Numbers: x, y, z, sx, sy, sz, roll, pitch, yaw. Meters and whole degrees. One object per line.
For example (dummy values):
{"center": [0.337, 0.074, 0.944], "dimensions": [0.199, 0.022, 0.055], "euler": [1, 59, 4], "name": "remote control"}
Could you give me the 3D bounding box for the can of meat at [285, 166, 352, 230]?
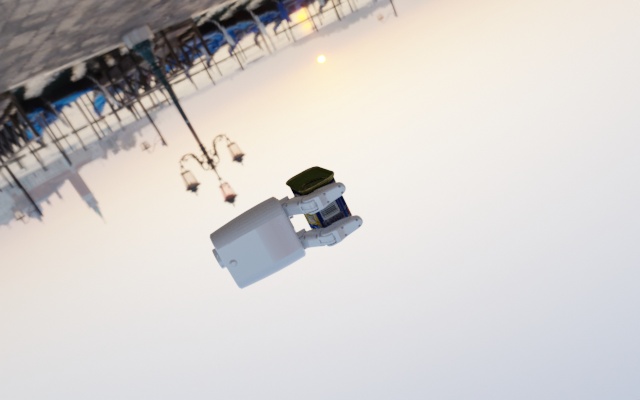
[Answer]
{"center": [0.000, 0.003, 0.700], "dimensions": [0.057, 0.084, 0.102], "euler": [-30, 18, -12], "name": "can of meat"}
